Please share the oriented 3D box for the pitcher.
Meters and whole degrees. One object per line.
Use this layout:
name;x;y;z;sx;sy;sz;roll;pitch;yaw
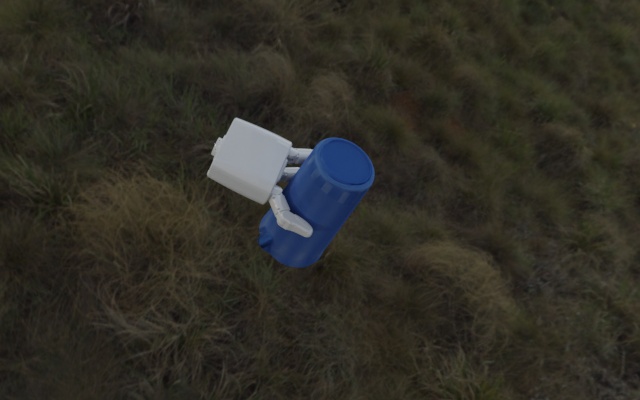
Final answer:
pitcher;0.000;0.003;0.837;0.145;0.149;0.243;26;-42;-10
